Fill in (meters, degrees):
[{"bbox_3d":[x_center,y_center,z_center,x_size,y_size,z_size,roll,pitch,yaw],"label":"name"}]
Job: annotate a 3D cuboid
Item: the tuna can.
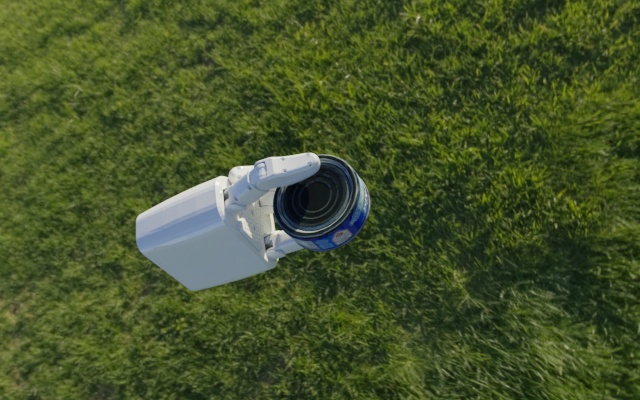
[{"bbox_3d":[0.000,0.001,0.438,0.086,0.086,0.034,0,-25,25],"label":"tuna can"}]
